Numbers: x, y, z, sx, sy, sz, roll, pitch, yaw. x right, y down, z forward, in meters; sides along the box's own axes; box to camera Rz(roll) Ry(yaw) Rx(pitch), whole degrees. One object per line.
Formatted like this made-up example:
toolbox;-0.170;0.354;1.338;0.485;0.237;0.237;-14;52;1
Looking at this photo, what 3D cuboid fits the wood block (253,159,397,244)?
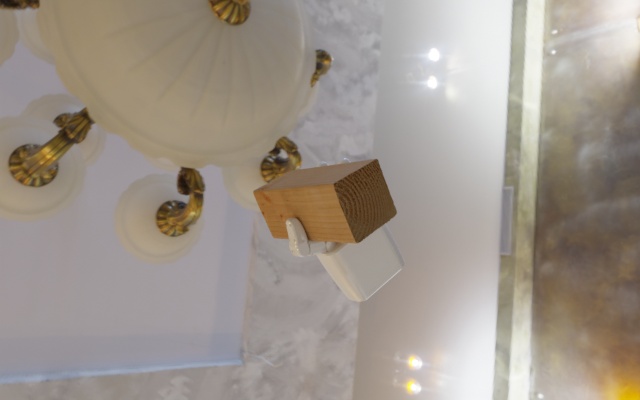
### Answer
wood block;0.000;0.003;0.720;0.090;0.090;0.206;-32;17;-34
